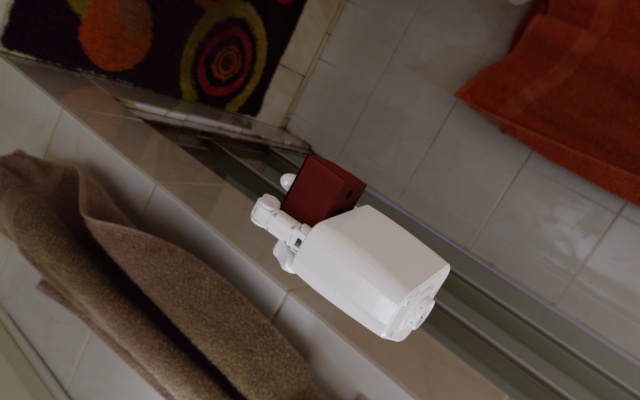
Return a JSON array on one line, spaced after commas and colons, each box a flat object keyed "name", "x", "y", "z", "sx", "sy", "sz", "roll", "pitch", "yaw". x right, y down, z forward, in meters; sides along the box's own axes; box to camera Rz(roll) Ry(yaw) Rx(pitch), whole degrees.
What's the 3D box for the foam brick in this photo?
[{"name": "foam brick", "x": 0.000, "y": 0.001, "z": 0.479, "sx": 0.051, "sy": 0.078, "sz": 0.053, "roll": 35, "pitch": 14, "yaw": 27}]
